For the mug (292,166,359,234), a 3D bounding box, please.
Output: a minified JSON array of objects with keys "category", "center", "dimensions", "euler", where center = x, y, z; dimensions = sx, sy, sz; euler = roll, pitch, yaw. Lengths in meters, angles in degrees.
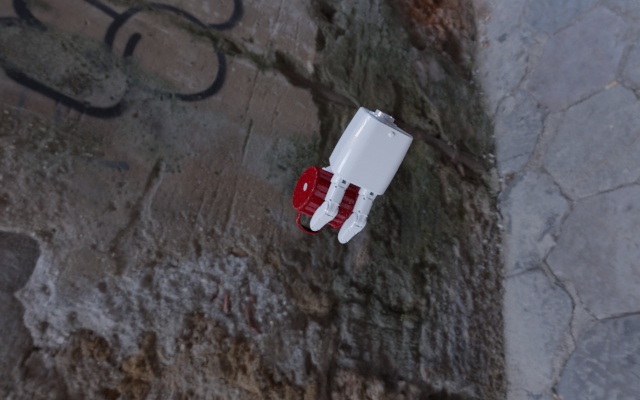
[{"category":"mug","center":[-0.001,0.004,0.809],"dimensions":[0.081,0.117,0.093],"euler":[23,15,-24]}]
